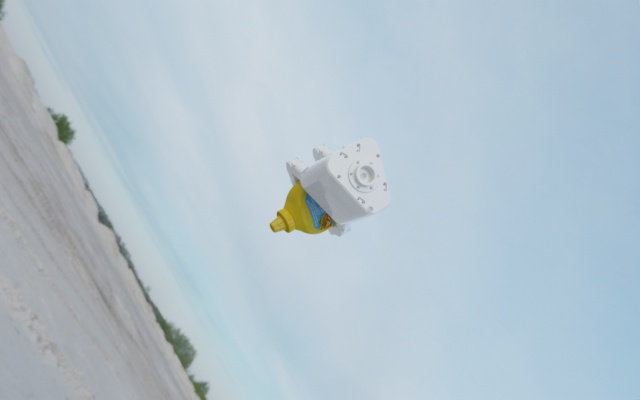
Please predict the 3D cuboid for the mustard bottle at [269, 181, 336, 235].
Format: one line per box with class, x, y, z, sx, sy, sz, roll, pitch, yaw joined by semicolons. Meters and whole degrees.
mustard bottle;0.000;0.002;0.803;0.191;0.096;0.058;-29;27;-23
